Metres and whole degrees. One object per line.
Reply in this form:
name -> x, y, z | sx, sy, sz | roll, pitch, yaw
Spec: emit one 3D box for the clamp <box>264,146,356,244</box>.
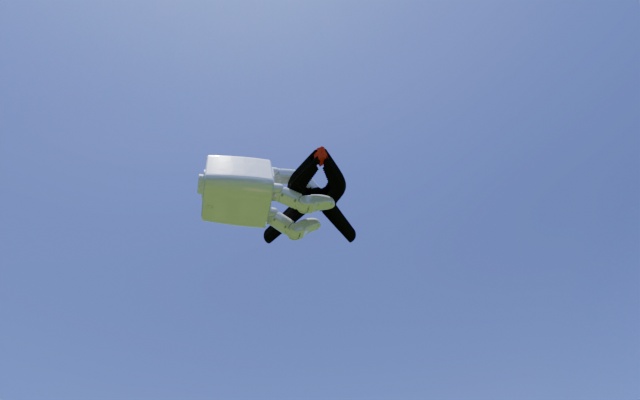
clamp -> 0.000, 0.002, 0.795 | 0.164, 0.210, 0.036 | 4, 43, -14
